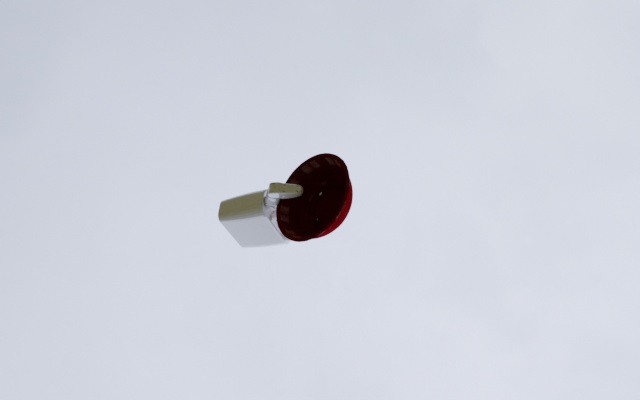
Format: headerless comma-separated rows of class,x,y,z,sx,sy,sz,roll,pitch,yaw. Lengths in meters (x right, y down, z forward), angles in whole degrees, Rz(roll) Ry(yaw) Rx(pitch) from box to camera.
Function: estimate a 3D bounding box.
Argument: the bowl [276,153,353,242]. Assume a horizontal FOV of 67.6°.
bowl,0.001,0.003,0.810,0.162,0.162,0.055,0,-23,45
